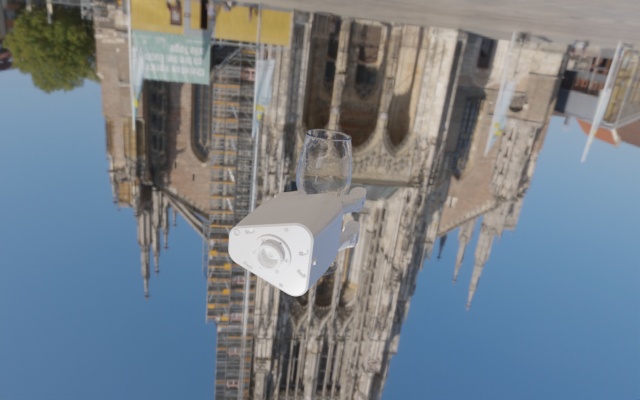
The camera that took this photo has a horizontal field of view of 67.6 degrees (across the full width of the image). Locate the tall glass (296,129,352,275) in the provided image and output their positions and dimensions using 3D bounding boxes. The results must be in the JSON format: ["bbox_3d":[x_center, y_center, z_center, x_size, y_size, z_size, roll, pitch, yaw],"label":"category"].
[{"bbox_3d":[0.000,0.003,0.684,0.079,0.201,0.079,6,20,-2],"label":"tall glass"}]
